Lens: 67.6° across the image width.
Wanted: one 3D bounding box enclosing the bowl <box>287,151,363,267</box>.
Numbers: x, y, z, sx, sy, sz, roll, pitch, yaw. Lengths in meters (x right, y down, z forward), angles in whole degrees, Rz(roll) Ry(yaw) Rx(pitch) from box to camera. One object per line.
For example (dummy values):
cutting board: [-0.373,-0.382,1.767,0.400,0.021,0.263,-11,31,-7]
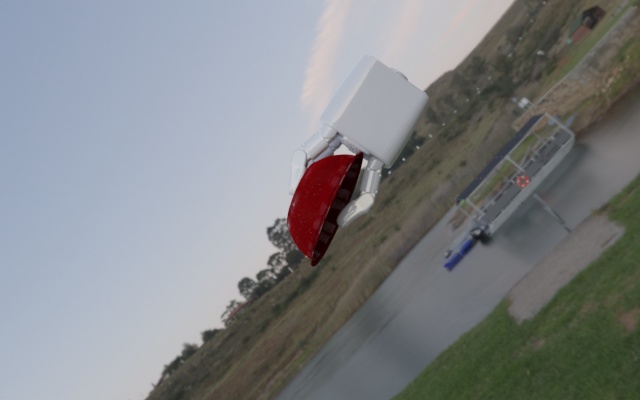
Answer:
bowl: [-0.001,0.003,0.623,0.055,0.162,0.162,23,4,9]
